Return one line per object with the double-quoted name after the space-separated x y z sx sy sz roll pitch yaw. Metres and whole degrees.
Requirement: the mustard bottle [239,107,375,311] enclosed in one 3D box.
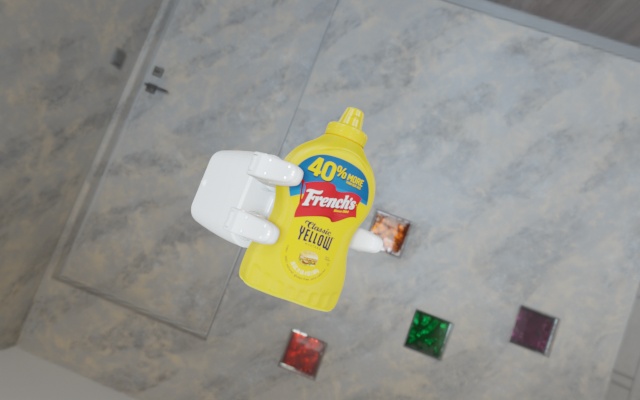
0.000 0.002 0.457 0.096 0.191 0.058 23 -5 -16 "mustard bottle"
